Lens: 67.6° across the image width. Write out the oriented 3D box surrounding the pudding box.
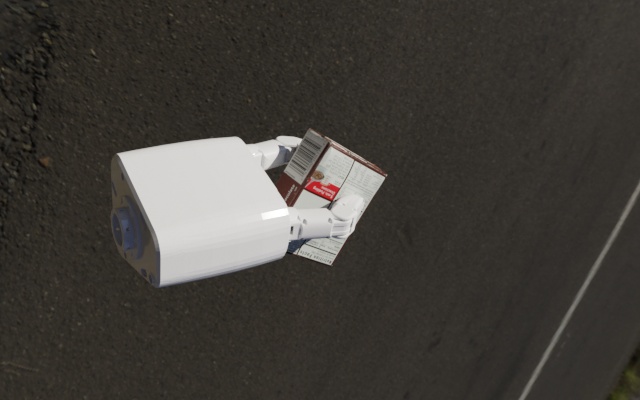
[{"bbox_3d":[0.000,0.002,0.456,0.090,0.113,0.039,24,12,-44],"label":"pudding box"}]
